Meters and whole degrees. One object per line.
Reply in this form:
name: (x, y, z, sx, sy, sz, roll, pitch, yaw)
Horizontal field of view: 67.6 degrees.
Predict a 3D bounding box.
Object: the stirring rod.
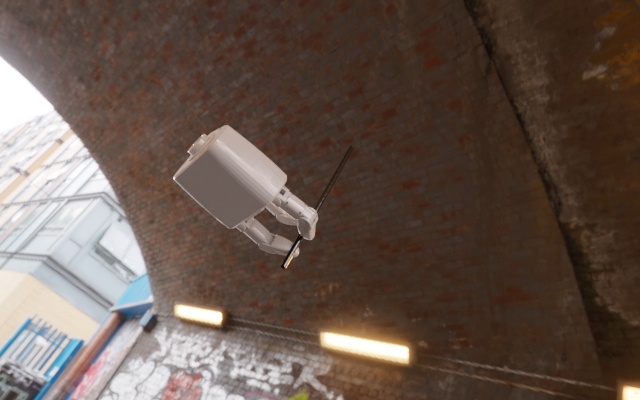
stirring rod: (0.000, 0.002, 0.711, 0.011, 0.239, 0.011, 21, -33, 14)
